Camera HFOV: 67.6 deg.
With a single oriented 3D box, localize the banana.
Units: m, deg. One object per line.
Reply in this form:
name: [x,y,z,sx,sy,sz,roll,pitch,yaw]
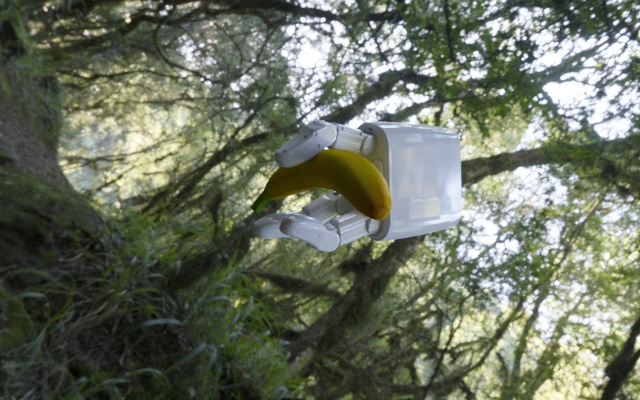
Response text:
banana: [0.004,-0.016,0.434,0.037,0.069,0.198,25,-14,-32]
